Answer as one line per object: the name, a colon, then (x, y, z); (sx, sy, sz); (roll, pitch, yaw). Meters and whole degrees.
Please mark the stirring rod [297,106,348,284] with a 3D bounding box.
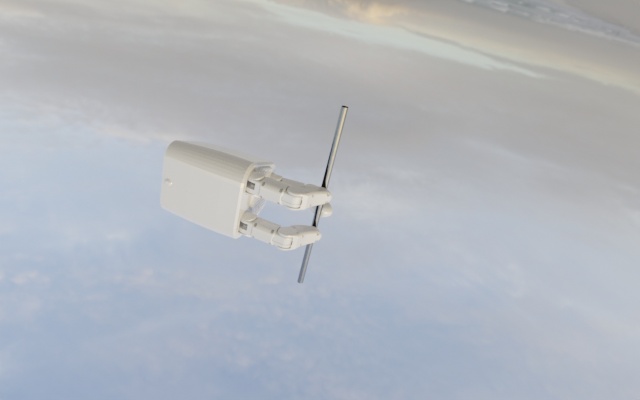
stirring rod: (0.000, 0.002, 0.578); (0.011, 0.240, 0.011); (12, 26, -6)
